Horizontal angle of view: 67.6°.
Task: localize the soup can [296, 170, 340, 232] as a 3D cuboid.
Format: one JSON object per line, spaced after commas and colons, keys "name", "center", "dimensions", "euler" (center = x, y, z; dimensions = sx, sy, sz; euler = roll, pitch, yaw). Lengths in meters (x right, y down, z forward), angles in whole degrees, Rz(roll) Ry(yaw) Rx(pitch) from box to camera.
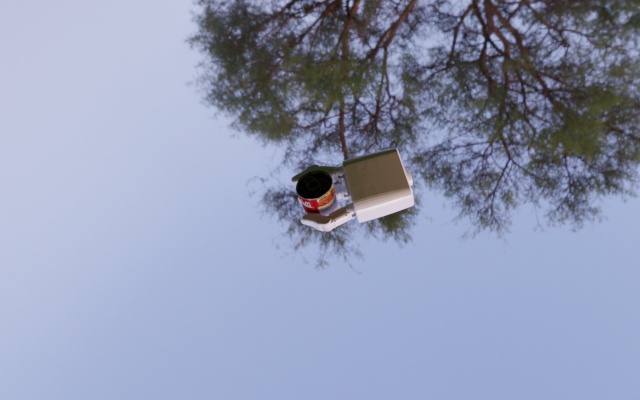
{"name": "soup can", "center": [0.000, 0.003, 0.887], "dimensions": [0.068, 0.068, 0.102], "euler": [0, -39, 17]}
